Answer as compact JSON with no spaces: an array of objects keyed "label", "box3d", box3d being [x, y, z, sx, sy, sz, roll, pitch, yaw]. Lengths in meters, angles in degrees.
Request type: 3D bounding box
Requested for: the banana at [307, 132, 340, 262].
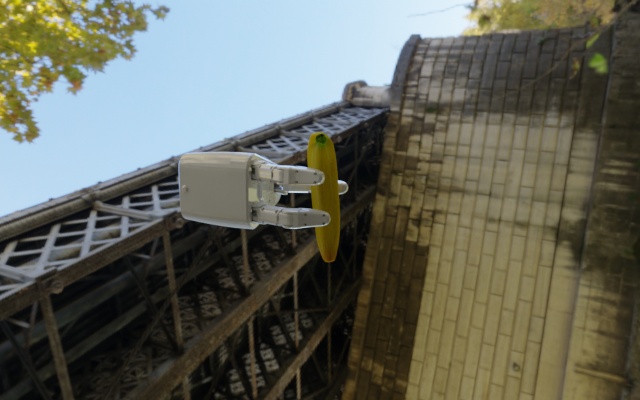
[{"label":"banana","box3d":[0.003,-0.011,0.626,0.037,0.198,0.069,1,36,12]}]
